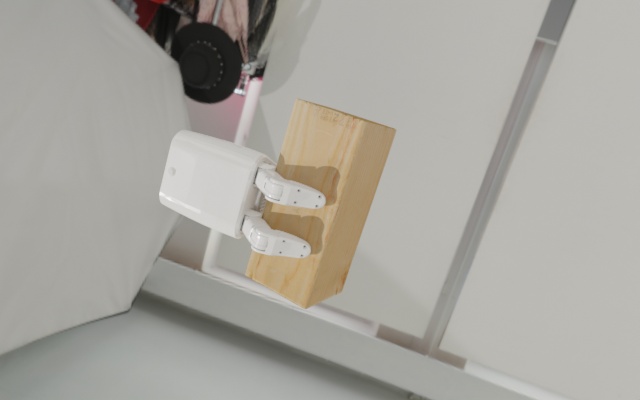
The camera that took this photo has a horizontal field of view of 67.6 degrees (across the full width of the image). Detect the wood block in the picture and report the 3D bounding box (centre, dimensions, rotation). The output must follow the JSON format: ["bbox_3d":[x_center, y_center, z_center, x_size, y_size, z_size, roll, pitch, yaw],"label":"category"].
[{"bbox_3d":[0.000,0.002,0.541,0.090,0.206,0.091,23,14,25],"label":"wood block"}]
